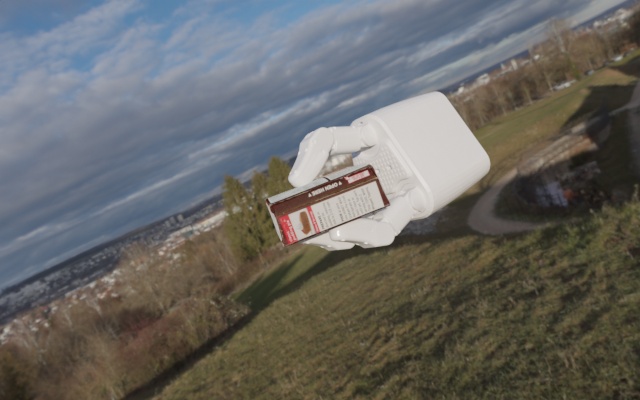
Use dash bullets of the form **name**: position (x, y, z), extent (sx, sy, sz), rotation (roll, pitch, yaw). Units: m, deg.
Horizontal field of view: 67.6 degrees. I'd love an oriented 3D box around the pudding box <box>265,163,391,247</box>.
- **pudding box**: position (0.000, 0.001, 0.414), extent (0.090, 0.039, 0.113), rotation (-22, 4, -6)
